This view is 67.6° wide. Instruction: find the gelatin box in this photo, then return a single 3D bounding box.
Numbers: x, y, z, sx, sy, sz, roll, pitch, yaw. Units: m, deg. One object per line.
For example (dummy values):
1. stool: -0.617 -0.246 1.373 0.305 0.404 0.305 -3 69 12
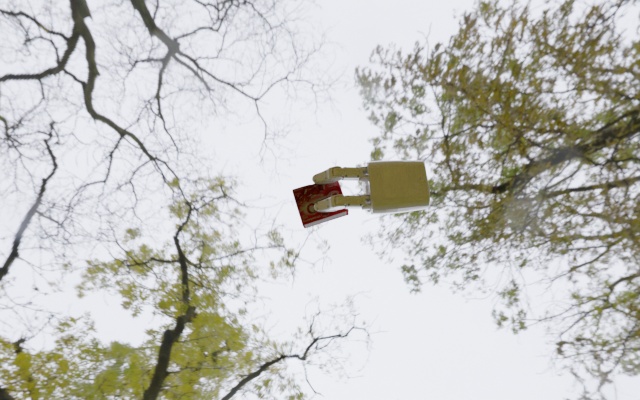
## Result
1. gelatin box: 0.000 0.003 0.883 0.089 0.073 0.030 -17 -19 -1
